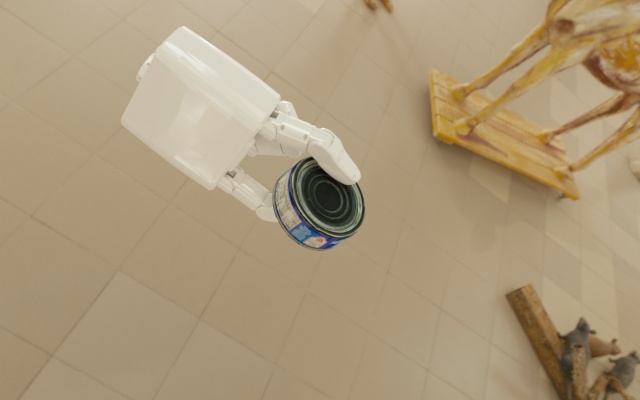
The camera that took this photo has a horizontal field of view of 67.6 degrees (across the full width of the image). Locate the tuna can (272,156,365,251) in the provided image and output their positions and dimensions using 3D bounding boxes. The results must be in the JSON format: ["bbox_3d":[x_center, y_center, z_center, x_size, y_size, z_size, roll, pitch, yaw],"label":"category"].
[{"bbox_3d":[0.000,0.001,0.448,0.086,0.086,0.034,0,-24,-38],"label":"tuna can"}]
